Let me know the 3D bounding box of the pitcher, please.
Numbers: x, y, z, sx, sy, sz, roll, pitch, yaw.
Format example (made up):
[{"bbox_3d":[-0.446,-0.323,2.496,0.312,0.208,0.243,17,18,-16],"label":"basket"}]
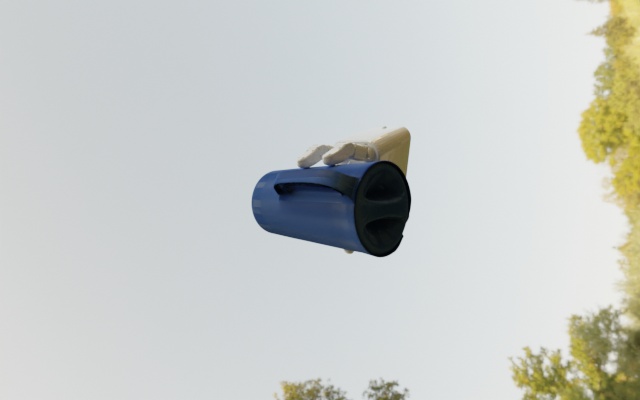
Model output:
[{"bbox_3d":[0.000,0.002,0.726,0.243,0.149,0.145,3,25,43],"label":"pitcher"}]
